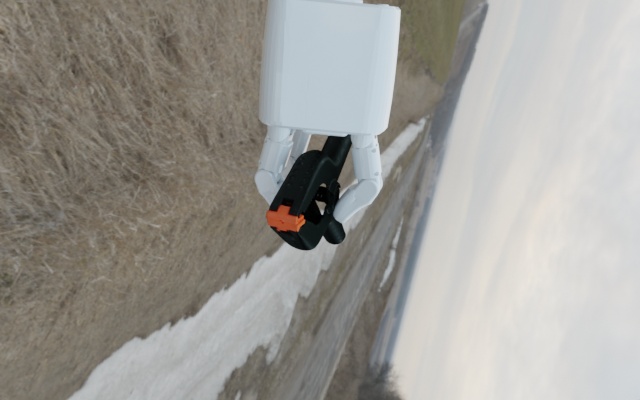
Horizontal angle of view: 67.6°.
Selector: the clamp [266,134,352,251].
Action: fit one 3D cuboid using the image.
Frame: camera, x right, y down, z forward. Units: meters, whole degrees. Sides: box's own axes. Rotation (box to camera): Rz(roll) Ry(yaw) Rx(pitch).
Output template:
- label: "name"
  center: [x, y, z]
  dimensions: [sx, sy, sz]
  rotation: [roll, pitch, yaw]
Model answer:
- label: "clamp"
  center: [0.001, 0.002, 0.479]
  dimensions: [0.036, 0.165, 0.210]
  rotation: [10, 23, 15]
